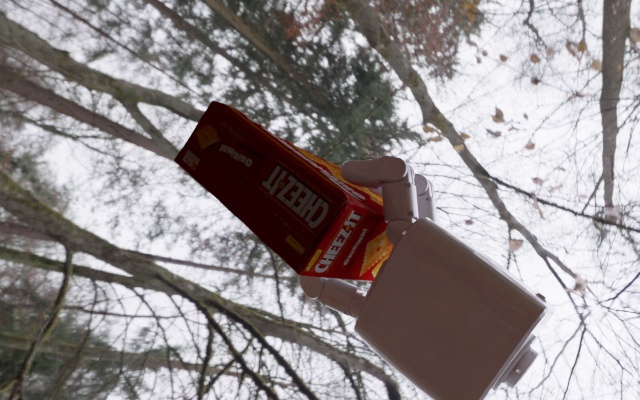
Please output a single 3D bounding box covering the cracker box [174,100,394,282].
[{"bbox_3d":[0.000,0.002,0.447,0.164,0.072,0.214,37,8,31],"label":"cracker box"}]
